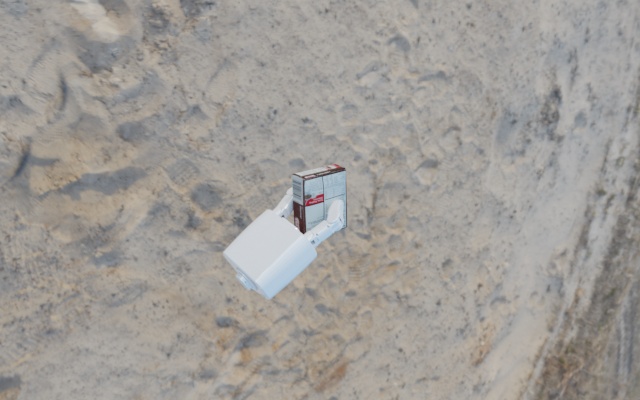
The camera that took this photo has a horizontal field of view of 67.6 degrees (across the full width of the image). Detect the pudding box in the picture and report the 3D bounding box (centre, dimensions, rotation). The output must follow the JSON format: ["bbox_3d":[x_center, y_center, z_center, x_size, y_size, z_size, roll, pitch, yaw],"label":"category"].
[{"bbox_3d":[0.000,0.003,0.809,0.090,0.113,0.039,-16,27,-32],"label":"pudding box"}]
